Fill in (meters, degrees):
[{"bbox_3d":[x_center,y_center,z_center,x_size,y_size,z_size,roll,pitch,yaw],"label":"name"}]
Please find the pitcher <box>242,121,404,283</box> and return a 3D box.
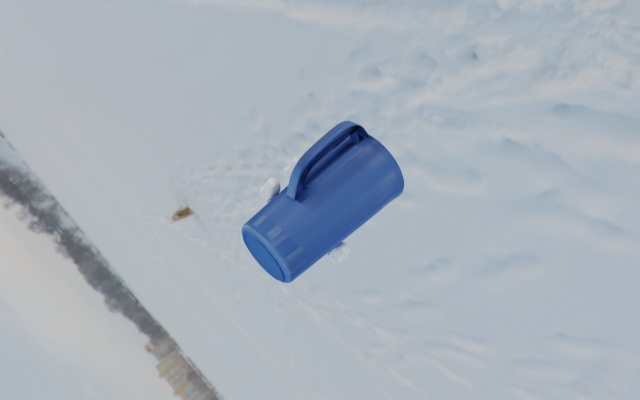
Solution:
[{"bbox_3d":[0.000,0.002,0.722,0.242,0.149,0.145,-40,4,-23],"label":"pitcher"}]
